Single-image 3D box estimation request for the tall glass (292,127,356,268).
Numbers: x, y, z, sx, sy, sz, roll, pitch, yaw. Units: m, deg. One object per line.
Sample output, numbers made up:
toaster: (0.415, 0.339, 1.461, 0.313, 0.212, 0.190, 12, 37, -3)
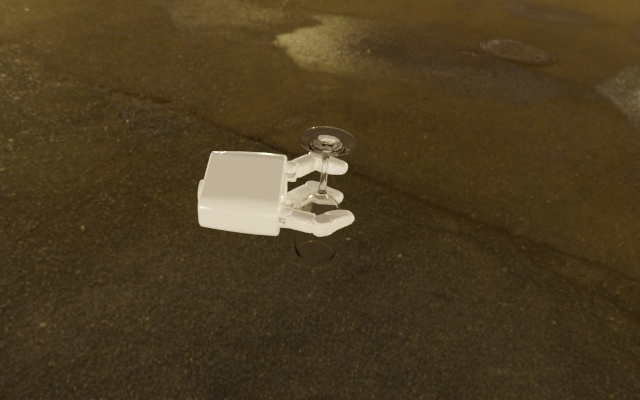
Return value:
tall glass: (0.000, 0.002, 0.673, 0.079, 0.201, 0.079, 4, 36, -3)
